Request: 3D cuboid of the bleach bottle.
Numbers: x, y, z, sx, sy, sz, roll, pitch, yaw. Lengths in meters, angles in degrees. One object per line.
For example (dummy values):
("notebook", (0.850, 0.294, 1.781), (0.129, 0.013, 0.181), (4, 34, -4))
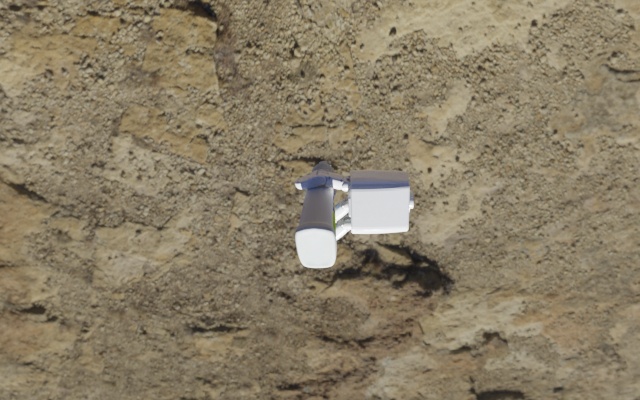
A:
("bleach bottle", (0.000, 0.003, 0.896), (0.068, 0.103, 0.250), (-1, 40, 5))
